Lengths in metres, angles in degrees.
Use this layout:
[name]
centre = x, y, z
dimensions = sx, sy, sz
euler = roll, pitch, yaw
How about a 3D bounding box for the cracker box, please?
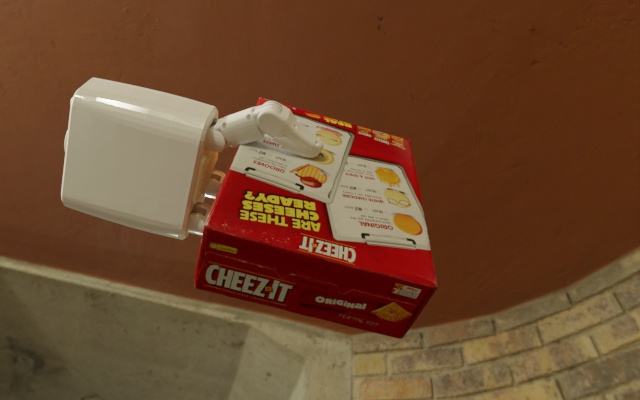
[cracker box]
centre = 0.000, 0.001, 0.417
dimensions = 0.164, 0.072, 0.213
euler = 15, 35, -6
